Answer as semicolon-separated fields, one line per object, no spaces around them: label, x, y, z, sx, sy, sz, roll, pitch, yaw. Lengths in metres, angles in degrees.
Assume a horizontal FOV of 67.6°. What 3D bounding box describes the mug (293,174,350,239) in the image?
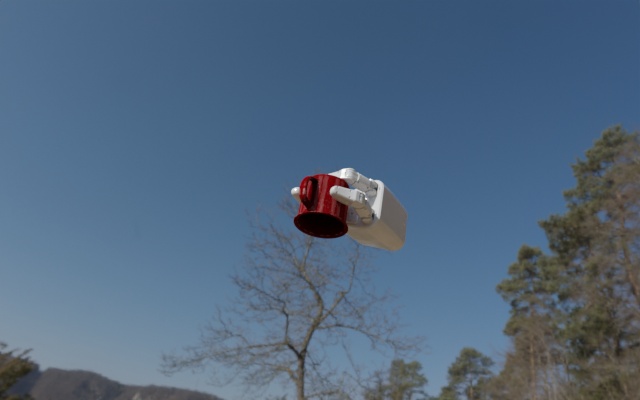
mug;-0.001;0.002;0.809;0.093;0.081;0.117;-11;-37;33
